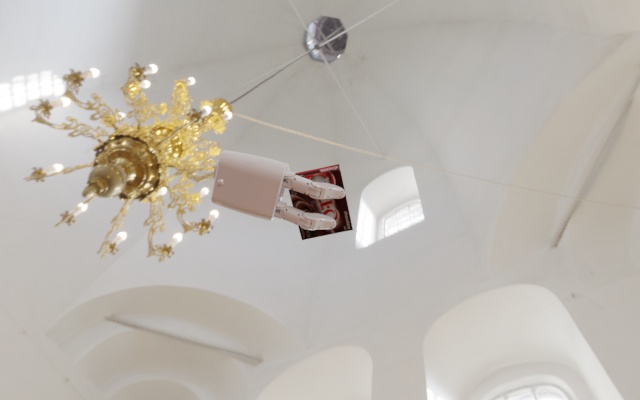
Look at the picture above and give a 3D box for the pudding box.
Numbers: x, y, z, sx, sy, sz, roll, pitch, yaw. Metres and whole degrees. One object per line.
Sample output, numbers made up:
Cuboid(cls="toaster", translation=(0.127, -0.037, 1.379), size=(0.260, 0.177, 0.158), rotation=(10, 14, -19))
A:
Cuboid(cls="pudding box", translation=(0.000, 0.003, 0.802), size=(0.090, 0.113, 0.039), rotation=(-12, 21, 6))
